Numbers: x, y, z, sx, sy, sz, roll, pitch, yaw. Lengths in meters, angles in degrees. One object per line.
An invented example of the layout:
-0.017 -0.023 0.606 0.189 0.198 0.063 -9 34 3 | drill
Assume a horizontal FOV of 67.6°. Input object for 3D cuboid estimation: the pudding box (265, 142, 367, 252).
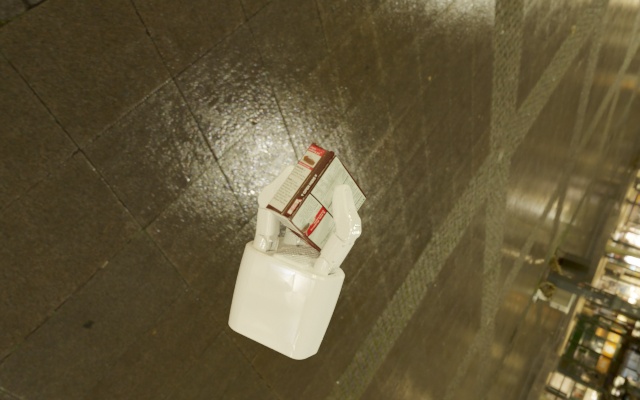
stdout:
0.000 0.002 0.542 0.039 0.090 0.113 28 -11 31 | pudding box
